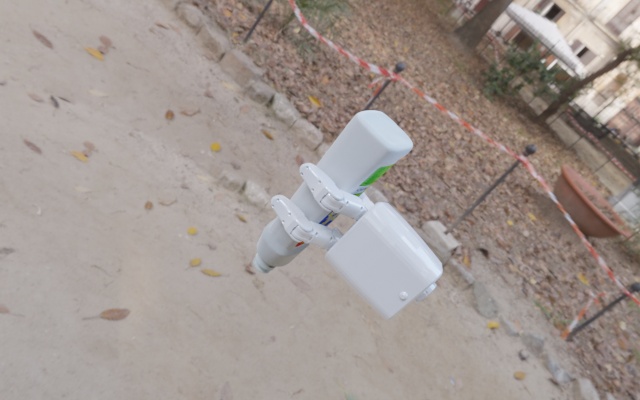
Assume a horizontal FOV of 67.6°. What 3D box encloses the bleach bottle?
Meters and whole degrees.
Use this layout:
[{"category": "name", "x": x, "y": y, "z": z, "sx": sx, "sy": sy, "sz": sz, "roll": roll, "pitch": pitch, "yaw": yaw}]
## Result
[{"category": "bleach bottle", "x": 0.000, "y": 0.002, "z": 0.597, "sx": 0.251, "sy": 0.068, "sz": 0.102, "roll": -48, "pitch": -12, "yaw": 26}]
